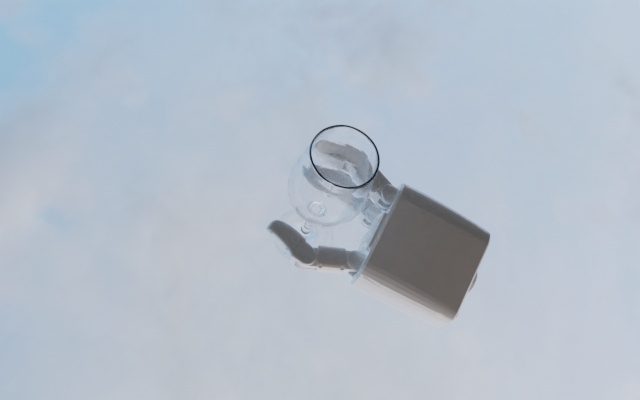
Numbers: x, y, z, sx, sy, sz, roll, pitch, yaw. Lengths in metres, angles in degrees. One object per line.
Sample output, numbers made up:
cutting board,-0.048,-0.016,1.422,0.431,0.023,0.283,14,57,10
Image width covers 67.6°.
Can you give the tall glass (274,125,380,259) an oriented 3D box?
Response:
tall glass,0.000,0.002,0.490,0.079,0.079,0.201,0,-23,-13
